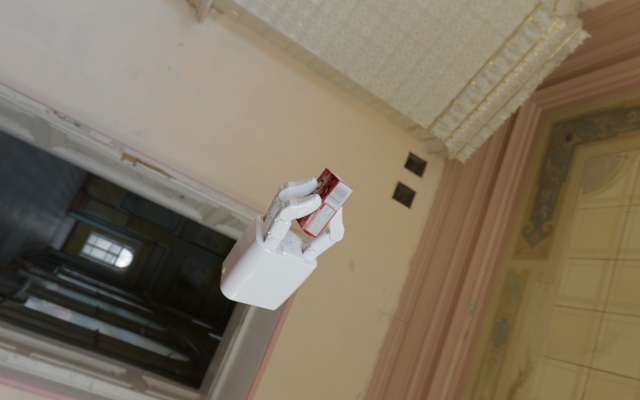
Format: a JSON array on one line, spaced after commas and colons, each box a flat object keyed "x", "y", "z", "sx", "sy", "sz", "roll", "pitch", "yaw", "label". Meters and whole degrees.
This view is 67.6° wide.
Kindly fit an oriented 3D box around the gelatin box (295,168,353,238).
[{"x": 0.001, "y": 0.002, "z": 0.691, "sx": 0.030, "sy": 0.089, "sz": 0.073, "roll": 36, "pitch": 6, "yaw": -22, "label": "gelatin box"}]
